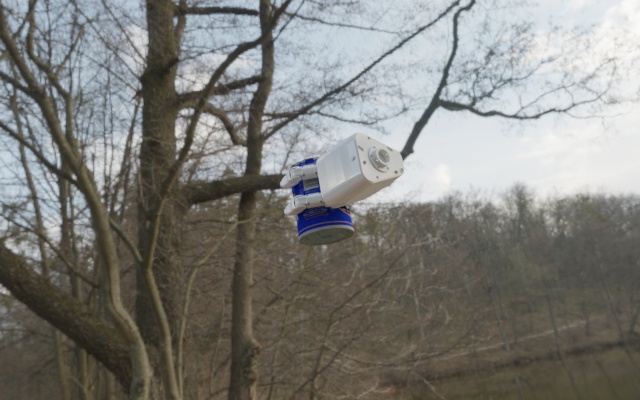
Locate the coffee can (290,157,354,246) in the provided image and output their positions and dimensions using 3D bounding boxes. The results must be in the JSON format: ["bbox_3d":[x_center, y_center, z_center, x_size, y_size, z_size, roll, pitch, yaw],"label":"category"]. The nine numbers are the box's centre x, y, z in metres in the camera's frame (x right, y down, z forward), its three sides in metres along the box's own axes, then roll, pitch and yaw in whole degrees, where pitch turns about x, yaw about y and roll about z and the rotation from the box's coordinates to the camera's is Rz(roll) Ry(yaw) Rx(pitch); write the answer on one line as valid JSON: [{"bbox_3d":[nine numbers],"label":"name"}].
[{"bbox_3d":[0.000,0.003,0.894,0.103,0.140,0.103,-9,-19,-3],"label":"coffee can"}]
